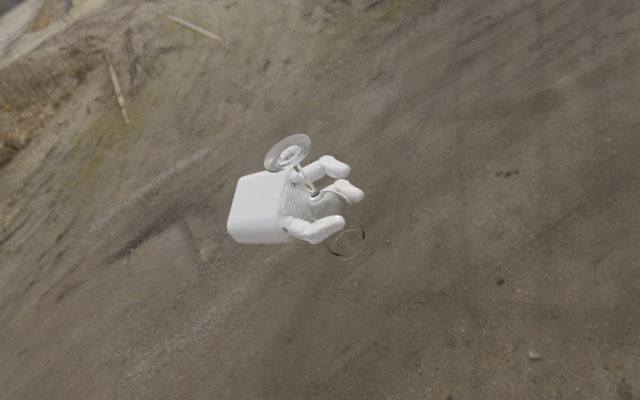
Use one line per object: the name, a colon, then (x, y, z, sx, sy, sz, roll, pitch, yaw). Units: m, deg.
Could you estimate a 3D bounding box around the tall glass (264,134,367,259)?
tall glass: (0.000, 0.002, 0.699, 0.079, 0.079, 0.201, 0, -42, 38)
